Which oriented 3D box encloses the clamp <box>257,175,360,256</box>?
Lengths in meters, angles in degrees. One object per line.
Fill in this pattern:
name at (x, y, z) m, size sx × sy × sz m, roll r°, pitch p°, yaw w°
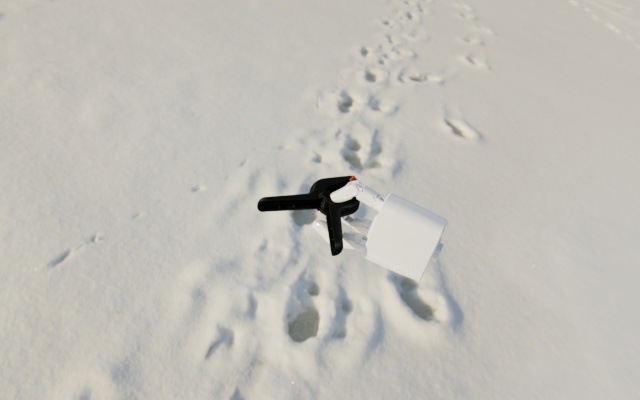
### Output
clamp at (0.001, 0.002, 0.842) m, size 0.164 × 0.036 × 0.210 m, roll 27°, pitch 37°, yaw 12°
